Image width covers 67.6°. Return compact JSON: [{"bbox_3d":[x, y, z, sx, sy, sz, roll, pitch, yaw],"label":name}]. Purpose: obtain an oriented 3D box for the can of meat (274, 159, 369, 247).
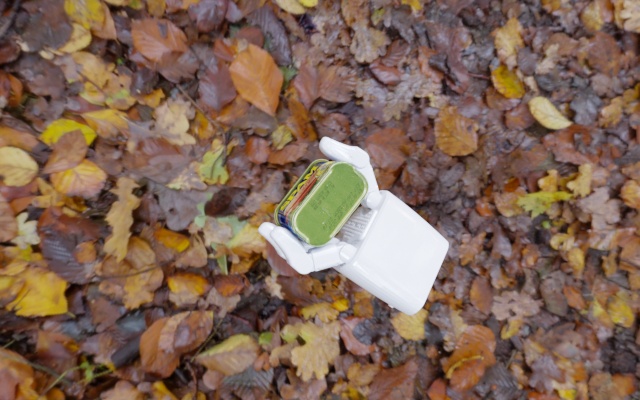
[{"bbox_3d":[0.000,0.002,0.545,0.057,0.102,0.084,40,-7,-15],"label":"can of meat"}]
